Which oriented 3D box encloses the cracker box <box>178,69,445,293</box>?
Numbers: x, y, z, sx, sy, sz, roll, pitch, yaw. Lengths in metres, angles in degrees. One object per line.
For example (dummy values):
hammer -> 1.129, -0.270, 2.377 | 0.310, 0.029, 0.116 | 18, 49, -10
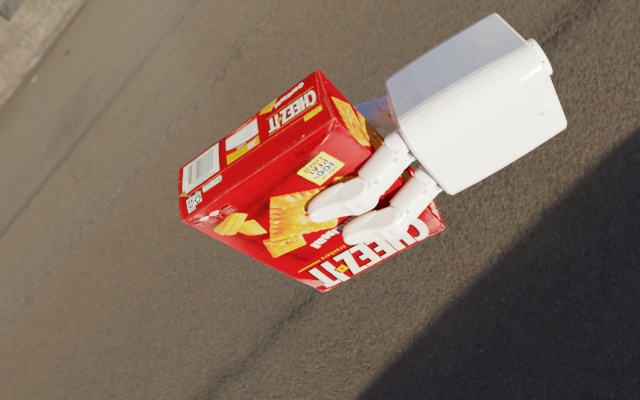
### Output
cracker box -> 0.000, 0.001, 0.460 | 0.164, 0.072, 0.214 | -31, -41, 21
